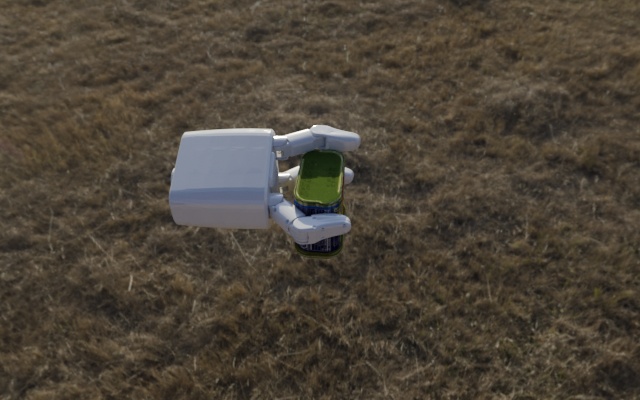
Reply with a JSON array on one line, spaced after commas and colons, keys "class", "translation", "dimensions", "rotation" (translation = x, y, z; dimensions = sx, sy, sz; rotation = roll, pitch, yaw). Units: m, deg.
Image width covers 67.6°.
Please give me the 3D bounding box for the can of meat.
[{"class": "can of meat", "translation": [0.000, 0.002, 0.553], "dimensions": [0.057, 0.084, 0.102], "rotation": [3, 42, 4]}]
